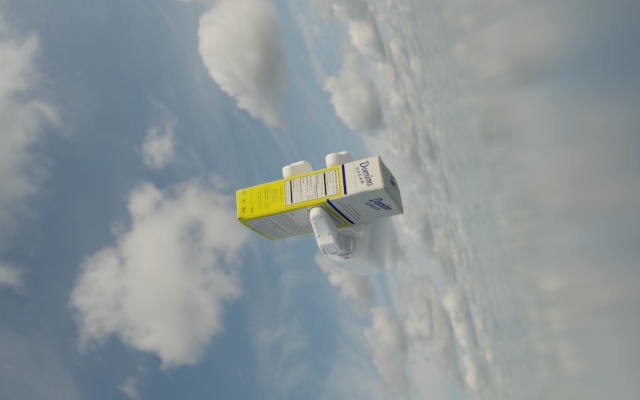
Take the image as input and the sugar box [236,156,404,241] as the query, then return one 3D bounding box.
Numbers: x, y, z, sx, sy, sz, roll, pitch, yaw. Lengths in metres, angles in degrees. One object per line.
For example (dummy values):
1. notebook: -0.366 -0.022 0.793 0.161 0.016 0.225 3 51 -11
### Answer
1. sugar box: 0.000 0.001 0.561 0.176 0.048 0.093 -15 -24 17
